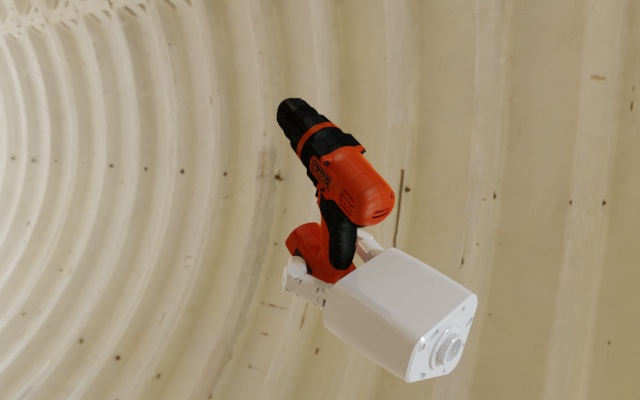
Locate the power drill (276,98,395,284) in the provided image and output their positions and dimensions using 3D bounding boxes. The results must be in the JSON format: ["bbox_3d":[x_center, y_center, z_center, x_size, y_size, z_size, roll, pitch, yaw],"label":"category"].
[{"bbox_3d":[0.000,0.002,0.524,0.057,0.188,0.184,-18,50,-23],"label":"power drill"}]
